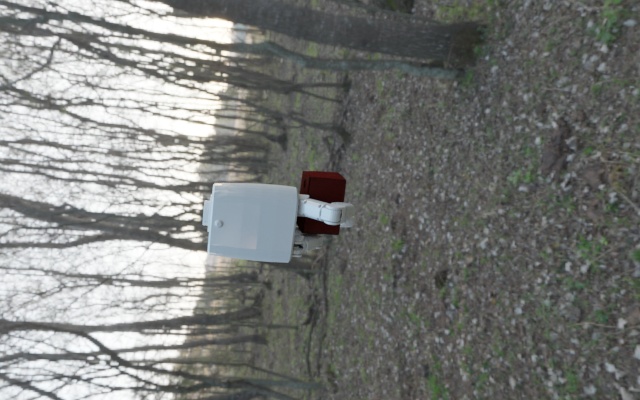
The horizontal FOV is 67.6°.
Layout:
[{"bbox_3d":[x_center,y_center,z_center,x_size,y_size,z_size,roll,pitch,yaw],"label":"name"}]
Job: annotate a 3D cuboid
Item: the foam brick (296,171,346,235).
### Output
[{"bbox_3d":[0.000,0.002,0.643,0.051,0.078,0.053,5,11,-12],"label":"foam brick"}]
